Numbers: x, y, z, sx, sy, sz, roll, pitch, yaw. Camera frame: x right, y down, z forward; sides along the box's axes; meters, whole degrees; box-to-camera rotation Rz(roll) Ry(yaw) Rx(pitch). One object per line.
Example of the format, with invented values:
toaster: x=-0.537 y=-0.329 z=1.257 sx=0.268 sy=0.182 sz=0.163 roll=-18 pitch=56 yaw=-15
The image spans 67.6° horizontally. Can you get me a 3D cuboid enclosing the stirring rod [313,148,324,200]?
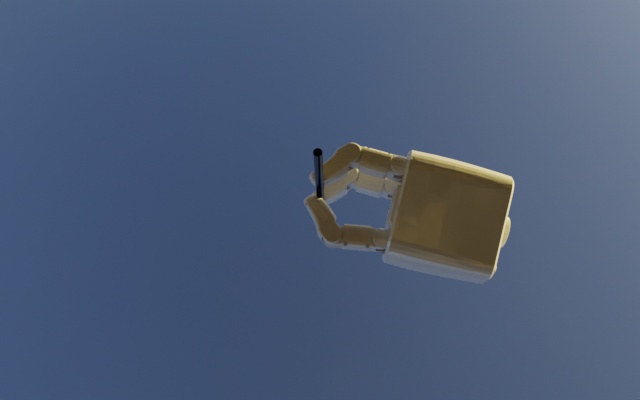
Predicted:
stirring rod: x=0.000 y=0.002 z=0.518 sx=0.011 sy=0.011 sz=0.240 roll=0 pitch=-21 yaw=1
